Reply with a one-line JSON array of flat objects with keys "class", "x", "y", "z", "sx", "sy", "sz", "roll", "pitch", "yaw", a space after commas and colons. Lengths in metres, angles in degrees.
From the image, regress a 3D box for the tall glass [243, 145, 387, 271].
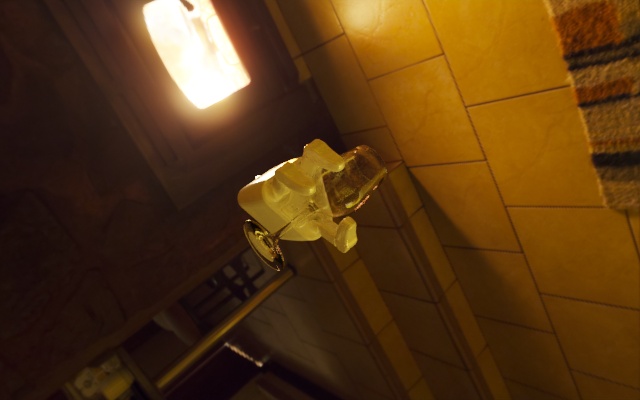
[{"class": "tall glass", "x": 0.000, "y": 0.002, "z": 0.625, "sx": 0.201, "sy": 0.079, "sz": 0.079, "roll": -37, "pitch": 19, "yaw": -28}]
